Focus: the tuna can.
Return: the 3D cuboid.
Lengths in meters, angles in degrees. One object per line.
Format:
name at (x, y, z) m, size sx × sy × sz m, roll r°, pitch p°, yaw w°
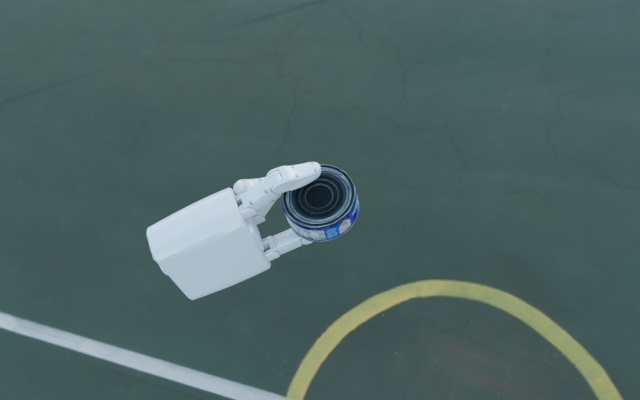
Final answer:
tuna can at (0.000, 0.001, 0.541) m, size 0.086 × 0.086 × 0.034 m, roll 0°, pitch -31°, yaw 9°
